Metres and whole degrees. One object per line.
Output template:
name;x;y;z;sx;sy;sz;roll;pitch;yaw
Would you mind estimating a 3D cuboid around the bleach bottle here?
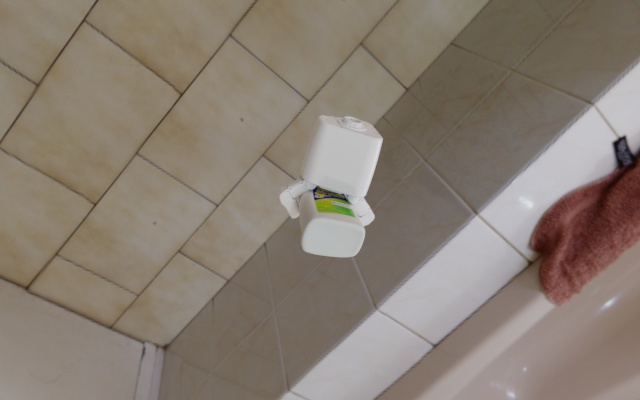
bleach bottle;0.000;0.003;0.840;0.102;0.068;0.250;10;25;-17
